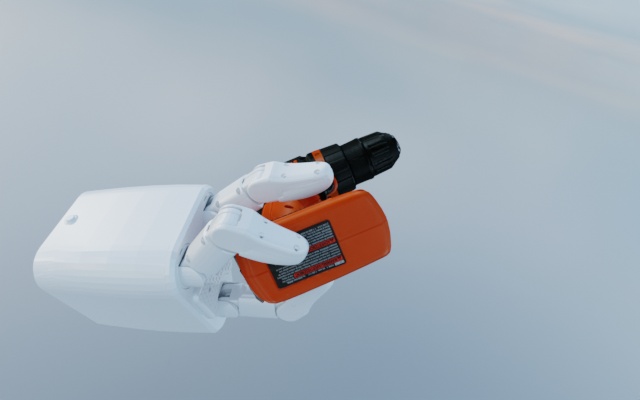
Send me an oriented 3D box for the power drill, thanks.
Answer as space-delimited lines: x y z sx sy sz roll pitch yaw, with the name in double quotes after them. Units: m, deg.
0.000 0.002 0.404 0.184 0.057 0.187 -25 17 1 "power drill"
